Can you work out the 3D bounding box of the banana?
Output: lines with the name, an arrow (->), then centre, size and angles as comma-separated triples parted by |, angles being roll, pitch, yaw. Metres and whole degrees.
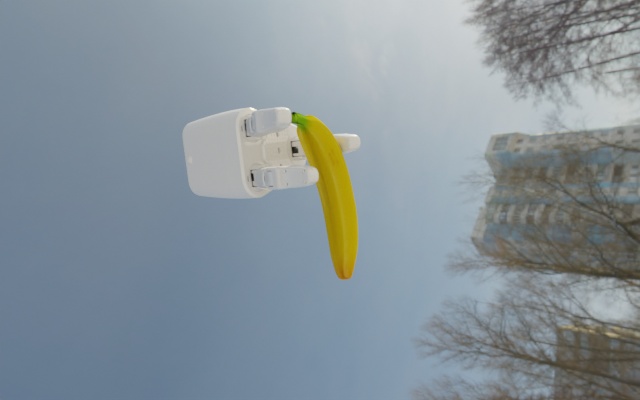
banana -> 0.008, -0.011, 0.515 | 0.037, 0.198, 0.069 | -2, 29, 35
